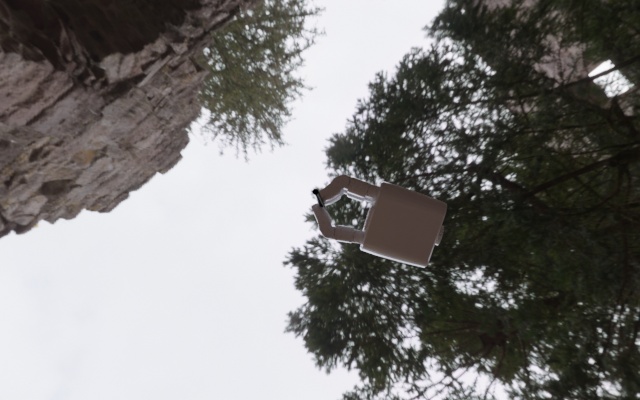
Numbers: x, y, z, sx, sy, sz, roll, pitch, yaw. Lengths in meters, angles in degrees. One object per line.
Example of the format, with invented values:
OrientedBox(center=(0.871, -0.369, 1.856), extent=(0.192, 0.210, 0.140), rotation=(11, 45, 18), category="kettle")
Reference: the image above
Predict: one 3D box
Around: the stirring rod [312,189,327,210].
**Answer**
OrientedBox(center=(0.000, 0.002, 0.717), extent=(0.011, 0.011, 0.239), rotation=(0, -6, 3), category="stirring rod")
